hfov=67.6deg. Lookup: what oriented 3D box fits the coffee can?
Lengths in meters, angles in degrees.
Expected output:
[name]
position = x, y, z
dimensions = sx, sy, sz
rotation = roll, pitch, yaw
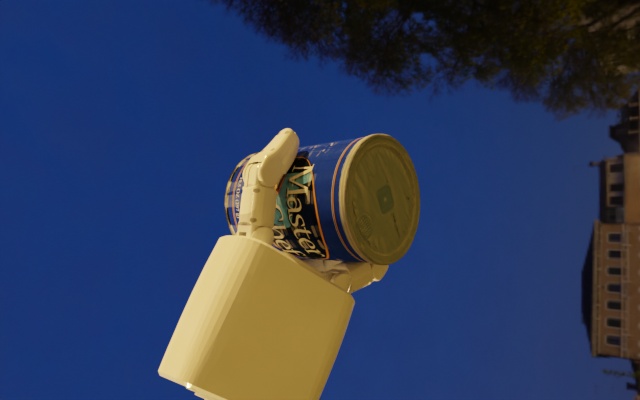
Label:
[coffee can]
position = 0.000, 0.001, 0.418
dimensions = 0.140, 0.103, 0.103
rotation = -3, -2, 42
